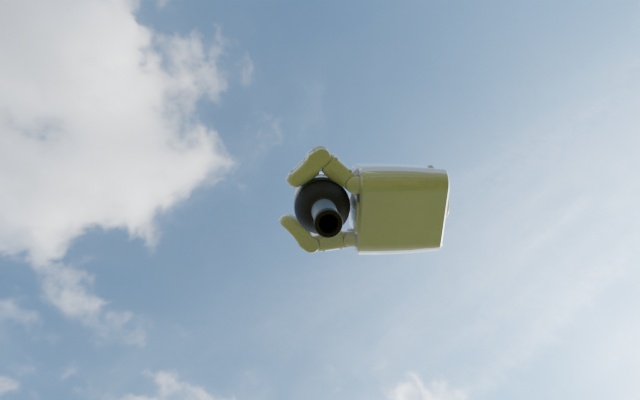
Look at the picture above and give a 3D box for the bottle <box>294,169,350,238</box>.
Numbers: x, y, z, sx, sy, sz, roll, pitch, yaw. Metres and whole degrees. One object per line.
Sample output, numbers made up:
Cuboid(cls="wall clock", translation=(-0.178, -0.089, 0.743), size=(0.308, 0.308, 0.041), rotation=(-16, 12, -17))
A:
Cuboid(cls="bottle", translation=(0.000, 0.002, 0.597), size=(0.069, 0.069, 0.295), rotation=(0, 8, -3))
